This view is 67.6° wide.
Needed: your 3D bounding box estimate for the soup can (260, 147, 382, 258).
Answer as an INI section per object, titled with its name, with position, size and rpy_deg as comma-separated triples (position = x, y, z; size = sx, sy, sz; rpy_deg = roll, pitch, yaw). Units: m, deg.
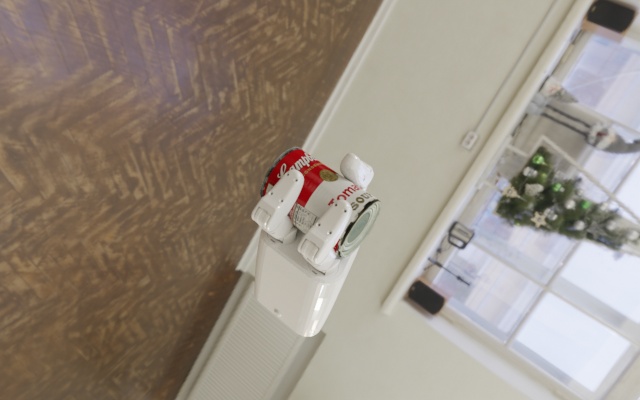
[soup can]
position = 0.000, 0.001, 0.472
size = 0.102, 0.068, 0.068
rpy_deg = 34, 13, 21
